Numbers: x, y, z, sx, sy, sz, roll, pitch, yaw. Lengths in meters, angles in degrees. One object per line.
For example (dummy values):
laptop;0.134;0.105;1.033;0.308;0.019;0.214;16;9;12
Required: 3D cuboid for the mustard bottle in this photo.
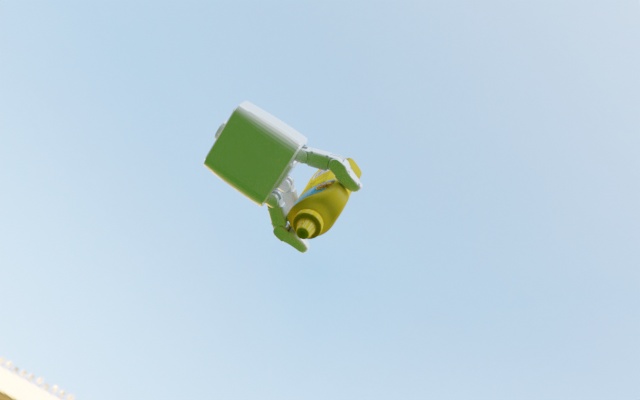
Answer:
mustard bottle;0.000;0.002;0.700;0.096;0.058;0.191;-28;14;26
